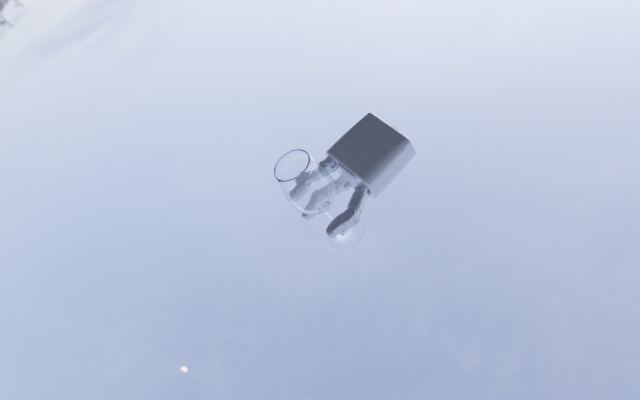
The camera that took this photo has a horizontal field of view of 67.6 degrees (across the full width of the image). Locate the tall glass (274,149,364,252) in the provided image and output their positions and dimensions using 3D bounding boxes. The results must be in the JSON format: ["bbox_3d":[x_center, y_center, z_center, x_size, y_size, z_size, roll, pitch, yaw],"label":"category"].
[{"bbox_3d":[0.000,0.003,0.783,0.079,0.079,0.201,0,-34,32],"label":"tall glass"}]
